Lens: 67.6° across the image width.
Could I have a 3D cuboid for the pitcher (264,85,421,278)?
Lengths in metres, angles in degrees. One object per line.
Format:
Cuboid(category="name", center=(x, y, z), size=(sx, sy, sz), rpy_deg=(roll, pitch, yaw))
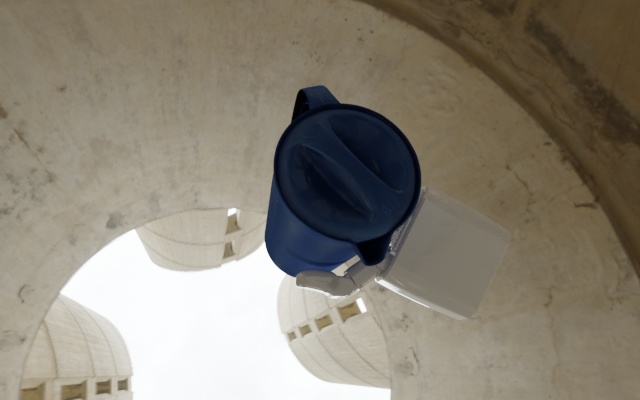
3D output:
Cuboid(category="pitcher", center=(0.000, 0.002, 0.523), size=(0.145, 0.149, 0.243), rpy_deg=(28, -23, -1))
